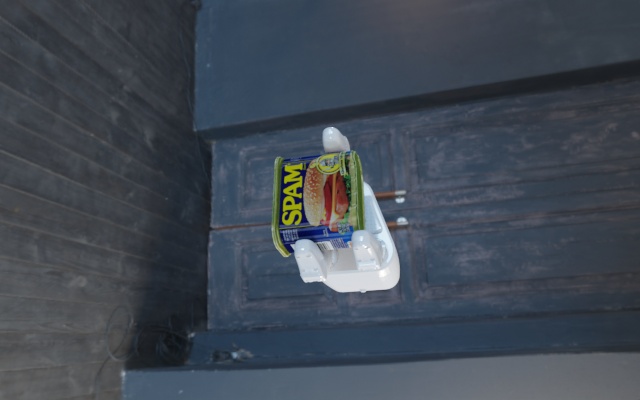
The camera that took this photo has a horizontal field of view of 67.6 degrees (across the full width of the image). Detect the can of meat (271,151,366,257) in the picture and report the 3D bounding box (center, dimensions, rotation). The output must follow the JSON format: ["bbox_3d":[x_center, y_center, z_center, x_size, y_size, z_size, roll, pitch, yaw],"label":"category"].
[{"bbox_3d":[0.000,0.001,0.484,0.084,0.102,0.057,-6,-29,12],"label":"can of meat"}]
